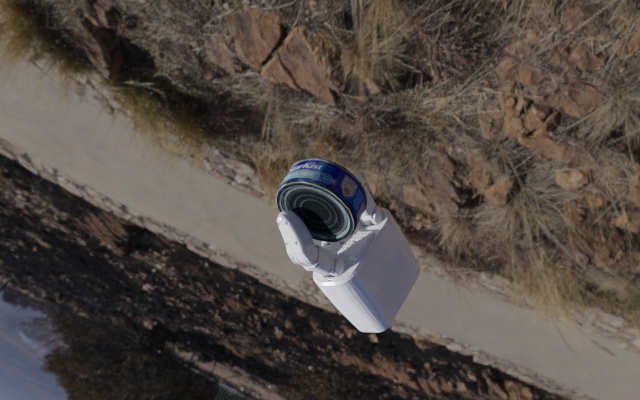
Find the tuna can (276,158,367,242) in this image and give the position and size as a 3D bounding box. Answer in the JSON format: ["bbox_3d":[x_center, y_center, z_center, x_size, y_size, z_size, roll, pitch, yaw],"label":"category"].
[{"bbox_3d":[0.000,0.002,0.468,0.086,0.086,0.033,0,44,32],"label":"tuna can"}]
